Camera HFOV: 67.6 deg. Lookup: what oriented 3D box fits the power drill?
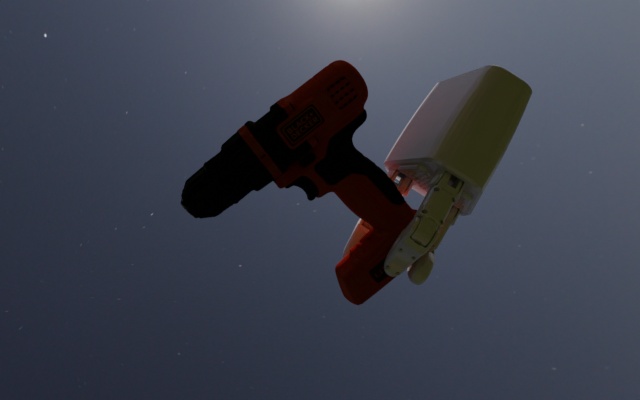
[{"bbox_3d":[0.001,0.002,0.422,0.184,0.188,0.057,-38,19,0],"label":"power drill"}]
